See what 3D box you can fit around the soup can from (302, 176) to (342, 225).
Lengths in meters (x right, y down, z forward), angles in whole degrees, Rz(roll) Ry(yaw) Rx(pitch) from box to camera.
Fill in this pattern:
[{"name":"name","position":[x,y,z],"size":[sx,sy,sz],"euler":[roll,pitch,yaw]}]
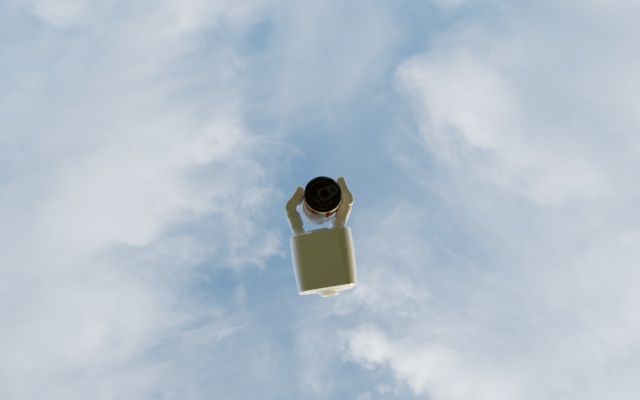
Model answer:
[{"name":"soup can","position":[0.000,0.003,0.891],"size":[0.068,0.068,0.102],"euler":[0,-16,-5]}]
